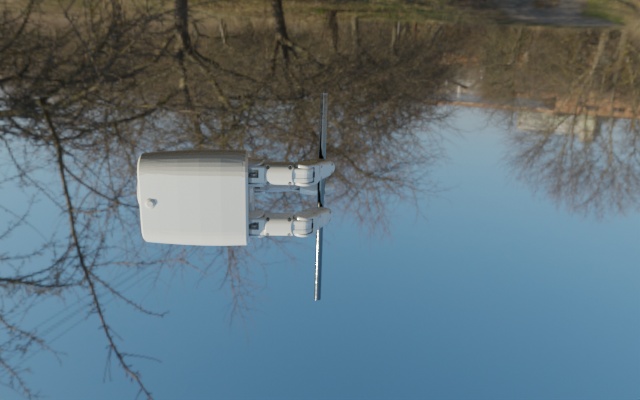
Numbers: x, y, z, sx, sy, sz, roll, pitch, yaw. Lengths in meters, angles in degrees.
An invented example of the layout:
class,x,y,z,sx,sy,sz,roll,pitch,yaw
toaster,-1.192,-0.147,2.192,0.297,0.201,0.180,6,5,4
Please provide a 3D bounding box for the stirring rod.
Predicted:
class,x,y,z,sx,sy,sz,roll,pitch,yaw
stirring rod,0.000,0.002,0.537,0.011,0.239,0.011,2,16,0
